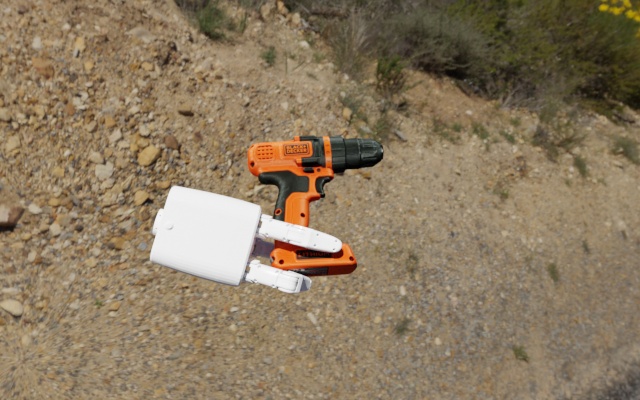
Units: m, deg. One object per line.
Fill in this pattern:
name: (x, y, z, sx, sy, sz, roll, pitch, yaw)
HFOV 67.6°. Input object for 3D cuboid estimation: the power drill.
power drill: (0.000, 0.002, 0.620, 0.184, 0.187, 0.057, -5, -25, -2)
